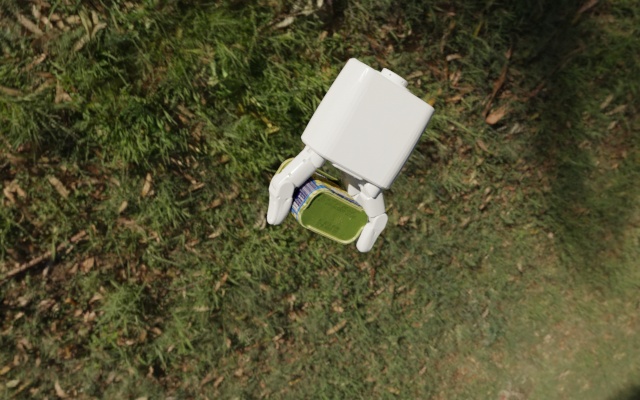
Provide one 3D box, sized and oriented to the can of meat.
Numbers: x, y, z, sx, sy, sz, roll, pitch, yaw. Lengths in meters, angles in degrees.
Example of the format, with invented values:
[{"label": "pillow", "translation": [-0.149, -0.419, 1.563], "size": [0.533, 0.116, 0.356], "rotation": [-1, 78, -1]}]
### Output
[{"label": "can of meat", "translation": [0.000, 0.002, 0.587], "size": [0.102, 0.057, 0.084], "rotation": [26, 13, -38]}]
